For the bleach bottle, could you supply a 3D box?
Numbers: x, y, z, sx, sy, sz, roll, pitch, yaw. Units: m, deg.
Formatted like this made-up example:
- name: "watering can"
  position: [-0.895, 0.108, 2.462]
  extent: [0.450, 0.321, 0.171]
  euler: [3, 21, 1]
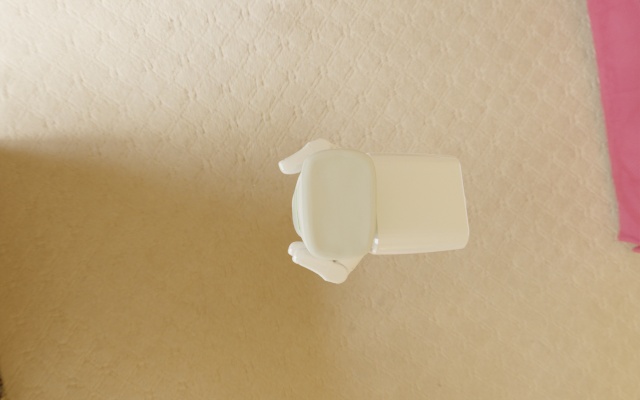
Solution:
- name: "bleach bottle"
  position: [0.000, 0.002, 0.538]
  extent: [0.068, 0.102, 0.251]
  euler: [-1, 2, -8]
